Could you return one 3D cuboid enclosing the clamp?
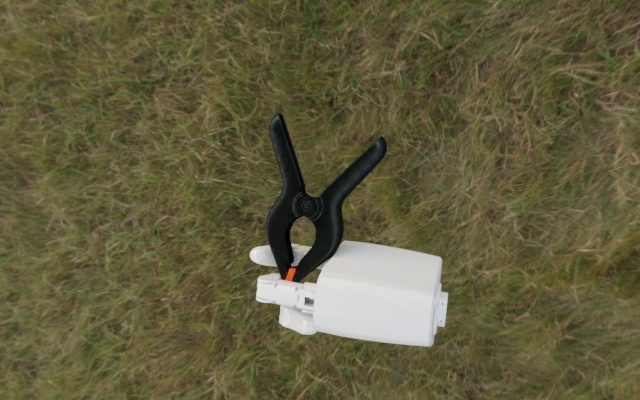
[{"bbox_3d":[0.000,0.002,0.477,0.120,0.171,0.039,6,3,16],"label":"clamp"}]
